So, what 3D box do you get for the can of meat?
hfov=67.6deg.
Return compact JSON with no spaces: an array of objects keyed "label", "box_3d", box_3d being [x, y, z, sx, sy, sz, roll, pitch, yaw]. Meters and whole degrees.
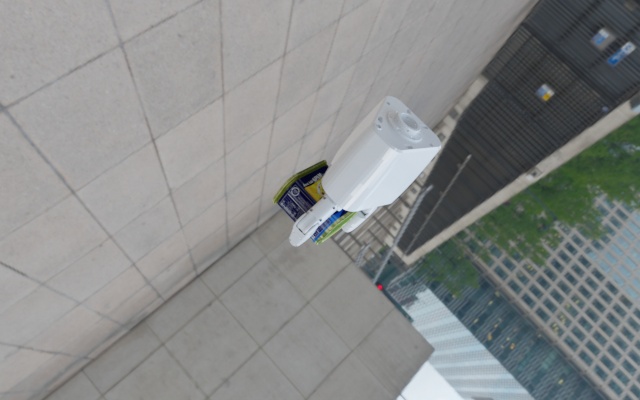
[{"label":"can of meat","box_3d":[0.000,0.002,0.636,0.057,0.084,0.102,-50,-10,35]}]
